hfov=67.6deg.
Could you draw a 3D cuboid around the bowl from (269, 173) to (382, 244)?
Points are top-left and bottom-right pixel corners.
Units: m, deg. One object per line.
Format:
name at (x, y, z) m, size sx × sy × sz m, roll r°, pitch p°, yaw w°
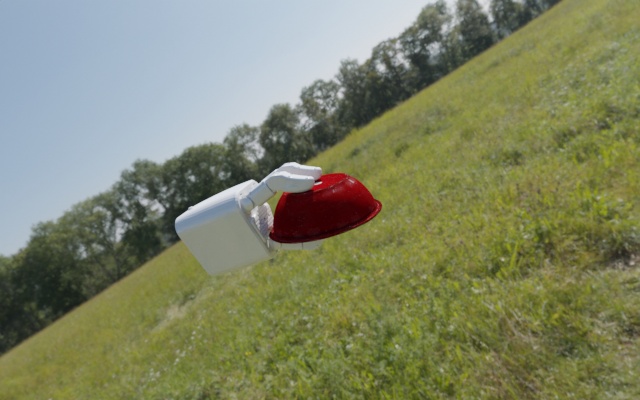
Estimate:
bowl at (0.001, 0.001, 0.655) m, size 0.162 × 0.055 × 0.162 m, roll -14°, pitch 14°, yaw 4°
